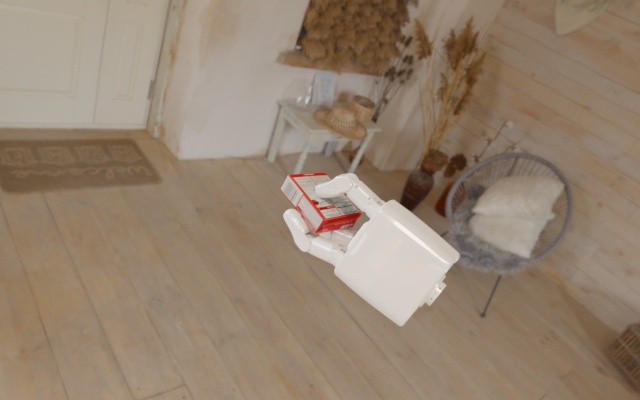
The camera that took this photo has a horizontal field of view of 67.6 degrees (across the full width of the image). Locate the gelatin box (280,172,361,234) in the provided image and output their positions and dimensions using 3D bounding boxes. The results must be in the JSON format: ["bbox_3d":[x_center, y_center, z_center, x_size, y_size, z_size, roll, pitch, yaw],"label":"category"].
[{"bbox_3d":[0.000,0.002,0.642,0.073,0.030,0.089,-8,50,-47],"label":"gelatin box"}]
